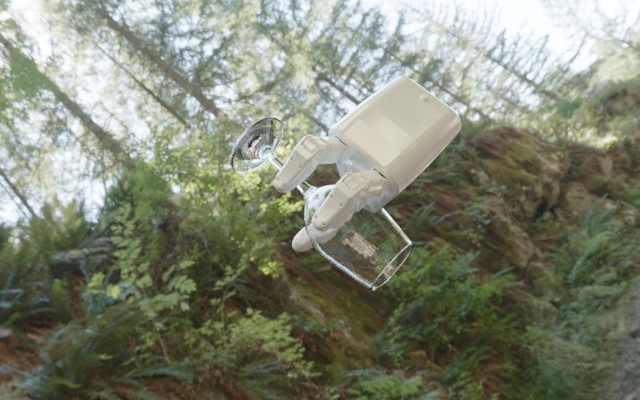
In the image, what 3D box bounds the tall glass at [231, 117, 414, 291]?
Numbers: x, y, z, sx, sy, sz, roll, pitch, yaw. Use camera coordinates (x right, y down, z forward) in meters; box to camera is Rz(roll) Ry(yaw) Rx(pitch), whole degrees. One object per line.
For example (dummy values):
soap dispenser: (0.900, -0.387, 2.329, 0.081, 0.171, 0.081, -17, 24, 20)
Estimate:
tall glass: (-0.001, 0.001, 0.489, 0.201, 0.079, 0.079, 43, 18, 20)
